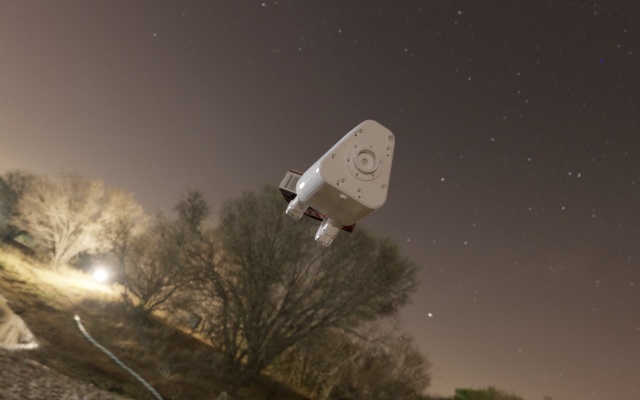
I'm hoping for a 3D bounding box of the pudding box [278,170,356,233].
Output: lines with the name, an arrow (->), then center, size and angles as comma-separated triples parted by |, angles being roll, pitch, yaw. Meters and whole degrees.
pudding box -> 0.000, 0.002, 0.737 | 0.113, 0.039, 0.090 | 22, -19, 19
